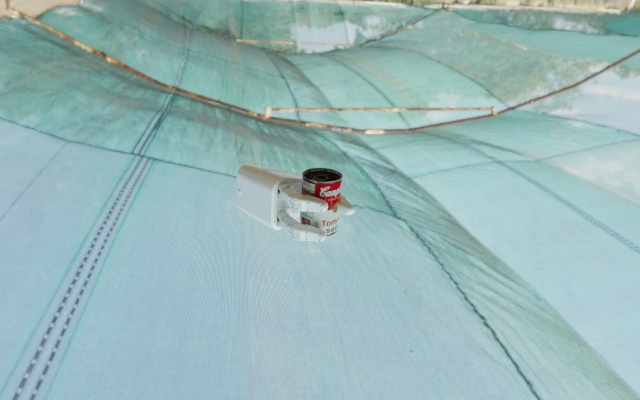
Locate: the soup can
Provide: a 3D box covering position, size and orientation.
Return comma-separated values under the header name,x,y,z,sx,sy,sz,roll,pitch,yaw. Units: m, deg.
name,x,y,z,sx,sy,sz,roll,pitch,yaw
soup can,0.001,0.003,0.822,0.068,0.102,0.068,3,23,-1
